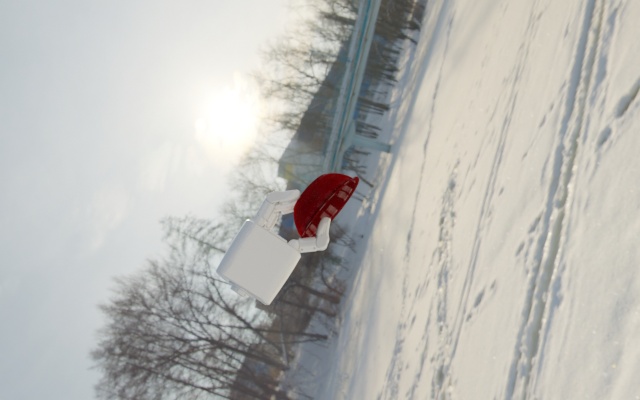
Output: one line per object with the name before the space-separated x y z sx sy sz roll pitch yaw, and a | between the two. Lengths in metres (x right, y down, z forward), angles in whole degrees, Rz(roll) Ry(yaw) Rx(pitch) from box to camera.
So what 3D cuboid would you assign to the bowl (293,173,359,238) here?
bowl | 0.001 0.002 0.891 0.055 0.162 0.162 41 10 12
